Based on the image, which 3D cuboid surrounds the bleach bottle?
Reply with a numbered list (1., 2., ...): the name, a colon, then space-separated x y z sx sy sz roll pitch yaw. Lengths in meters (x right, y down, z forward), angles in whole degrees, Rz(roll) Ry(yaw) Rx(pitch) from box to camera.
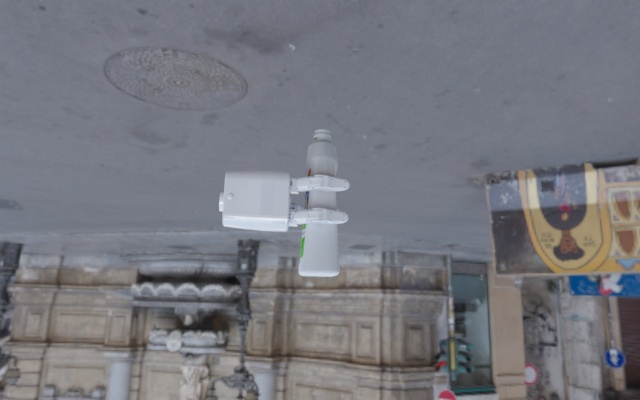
1. bleach bottle: 0.000 0.003 0.828 0.068 0.250 0.102 2 -12 -5
